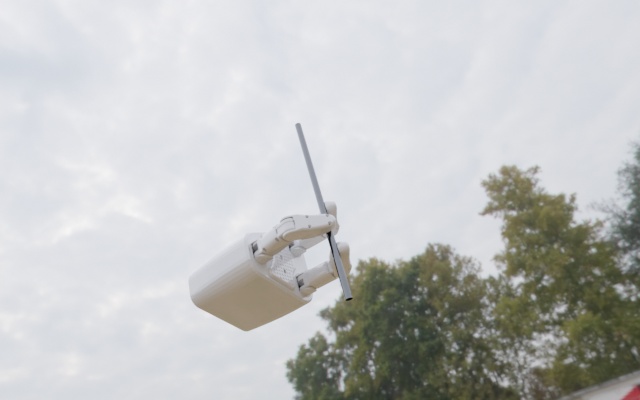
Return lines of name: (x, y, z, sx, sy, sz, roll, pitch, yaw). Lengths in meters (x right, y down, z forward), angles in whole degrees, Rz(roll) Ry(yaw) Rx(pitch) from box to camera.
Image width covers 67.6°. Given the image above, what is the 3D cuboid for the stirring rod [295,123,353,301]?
stirring rod: (0.000, 0.002, 0.546, 0.011, 0.239, 0.011, -12, -32, -7)
